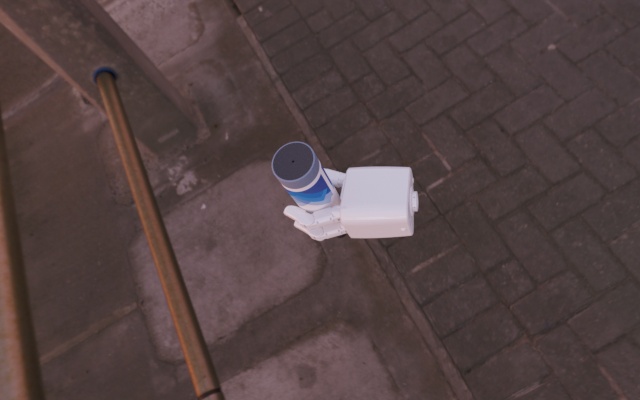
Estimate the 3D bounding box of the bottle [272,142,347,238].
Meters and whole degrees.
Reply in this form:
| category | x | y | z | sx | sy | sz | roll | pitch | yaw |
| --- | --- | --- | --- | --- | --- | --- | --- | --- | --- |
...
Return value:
| category | x | y | z | sx | sy | sz | roll | pitch | yaw |
| --- | --- | --- | --- | --- | --- | --- | --- | --- | --- |
| bottle | 0.000 | 0.003 | 0.816 | 0.069 | 0.069 | 0.296 | 0 | -24 | 17 |
